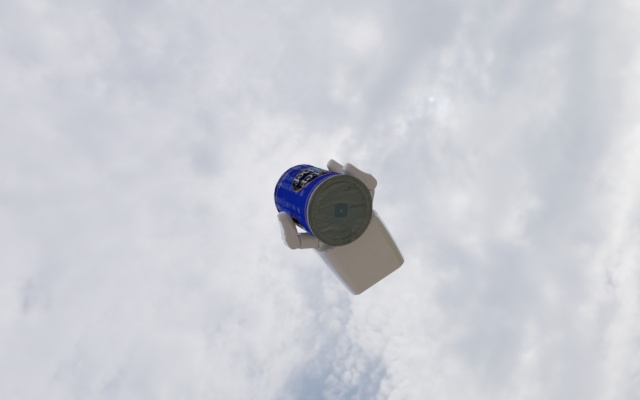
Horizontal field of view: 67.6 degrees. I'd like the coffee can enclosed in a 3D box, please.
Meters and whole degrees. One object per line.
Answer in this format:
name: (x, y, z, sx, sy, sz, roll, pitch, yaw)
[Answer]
coffee can: (0.000, 0.002, 0.729, 0.103, 0.103, 0.140, 0, 10, -26)
